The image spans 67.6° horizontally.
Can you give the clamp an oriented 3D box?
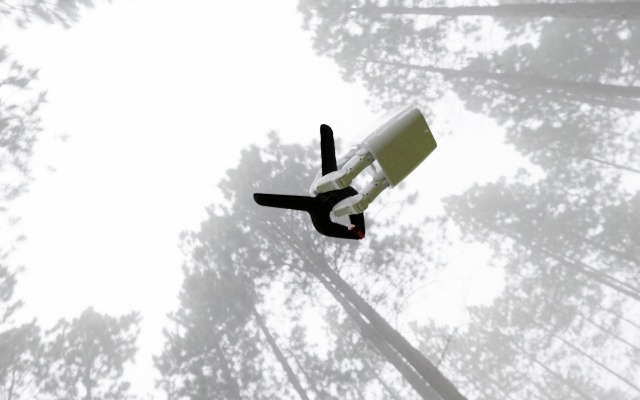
[{"bbox_3d":[0.000,0.003,0.782,0.164,0.210,0.036,-40,31,-7],"label":"clamp"}]
